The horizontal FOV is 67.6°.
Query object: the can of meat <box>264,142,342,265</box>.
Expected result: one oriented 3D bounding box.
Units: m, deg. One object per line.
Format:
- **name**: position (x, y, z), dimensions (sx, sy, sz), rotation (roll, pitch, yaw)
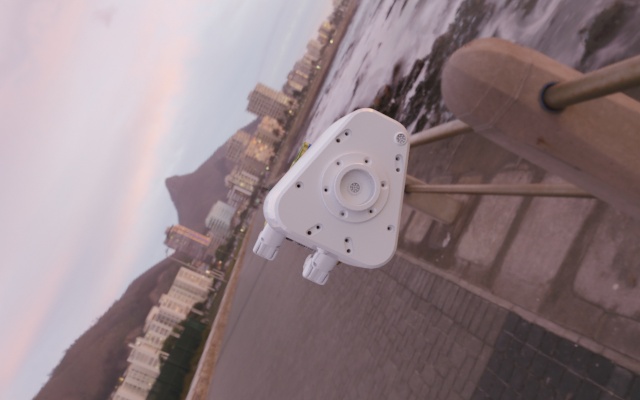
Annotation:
- **can of meat**: position (0.000, 0.001, 0.485), dimensions (0.084, 0.102, 0.057), rotation (25, -1, -8)
